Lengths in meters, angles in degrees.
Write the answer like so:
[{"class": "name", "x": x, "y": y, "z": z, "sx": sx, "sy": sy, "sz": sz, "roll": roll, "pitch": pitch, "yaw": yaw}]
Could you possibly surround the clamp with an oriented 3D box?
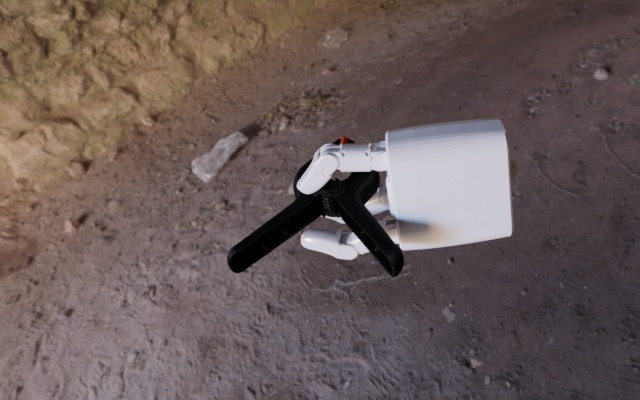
[{"class": "clamp", "x": 0.000, "y": 0.001, "z": 0.495, "sx": 0.164, "sy": 0.036, "sz": 0.209, "roll": -5, "pitch": 38, "yaw": 11}]
